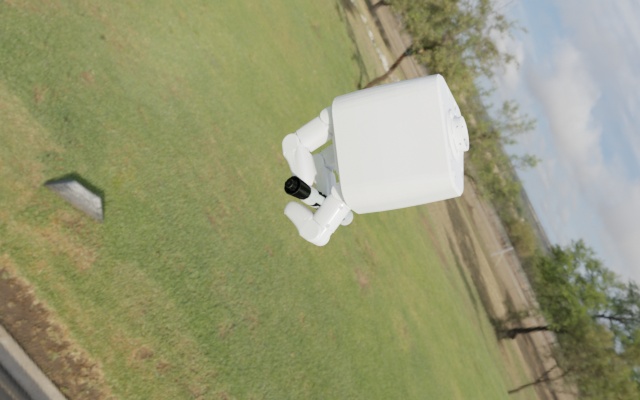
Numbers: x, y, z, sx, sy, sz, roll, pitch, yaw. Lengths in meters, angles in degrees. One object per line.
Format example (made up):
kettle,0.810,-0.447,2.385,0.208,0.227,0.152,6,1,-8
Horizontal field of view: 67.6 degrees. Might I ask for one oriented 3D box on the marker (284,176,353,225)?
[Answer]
marker,0.000,0.002,0.489,0.020,0.020,0.121,0,-17,30
